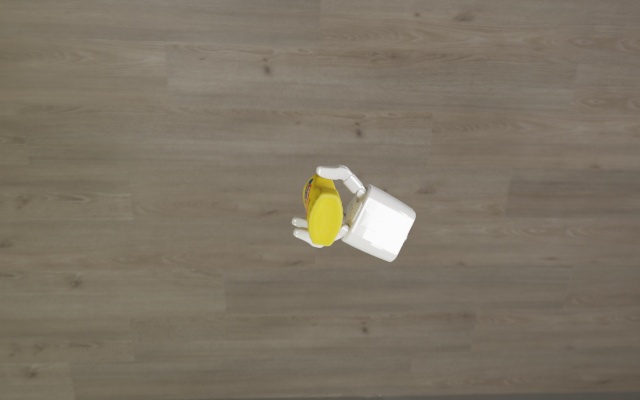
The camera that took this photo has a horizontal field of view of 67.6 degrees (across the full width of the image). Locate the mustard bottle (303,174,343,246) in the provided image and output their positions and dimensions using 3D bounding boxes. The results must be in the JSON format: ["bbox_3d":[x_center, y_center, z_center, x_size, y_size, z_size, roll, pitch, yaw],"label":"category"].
[{"bbox_3d":[0.000,0.003,0.879,0.058,0.096,0.191,5,19,-7],"label":"mustard bottle"}]
